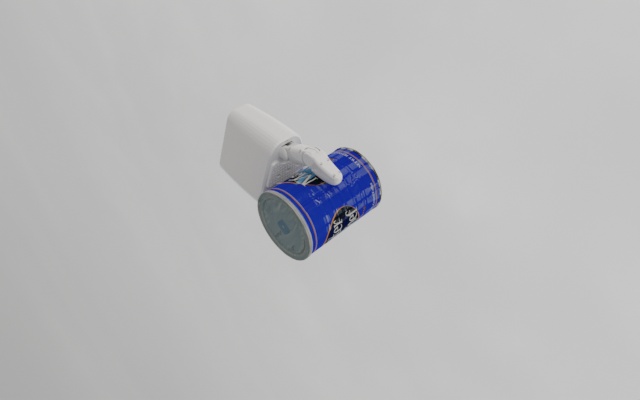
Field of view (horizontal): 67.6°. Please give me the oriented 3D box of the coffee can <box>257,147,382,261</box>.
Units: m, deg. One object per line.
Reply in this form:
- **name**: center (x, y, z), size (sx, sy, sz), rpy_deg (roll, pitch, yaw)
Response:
- **coffee can**: center (0.000, 0.002, 0.654), size (0.140, 0.103, 0.103), rpy_deg (-33, 19, -31)
